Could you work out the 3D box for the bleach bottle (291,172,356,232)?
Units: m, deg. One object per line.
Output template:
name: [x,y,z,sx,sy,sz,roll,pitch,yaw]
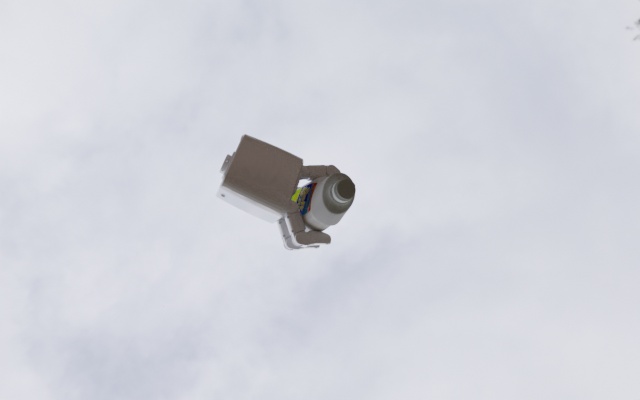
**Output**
bleach bottle: [0.000,0.003,0.766,0.068,0.102,0.251,25,-18,-12]
